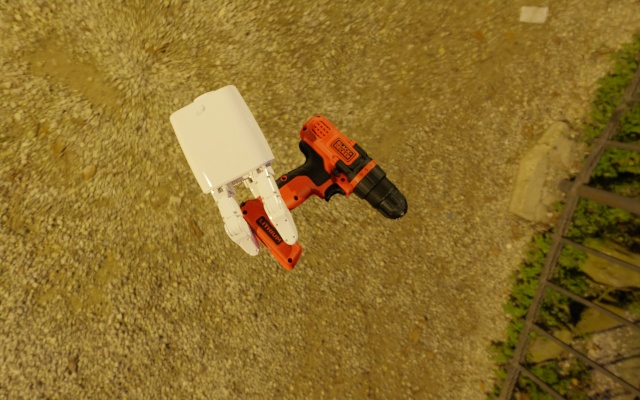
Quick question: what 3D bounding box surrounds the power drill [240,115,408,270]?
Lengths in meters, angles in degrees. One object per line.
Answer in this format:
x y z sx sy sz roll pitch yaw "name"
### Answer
0.000 0.002 0.638 0.187 0.184 0.057 -44 -8 -15 "power drill"
